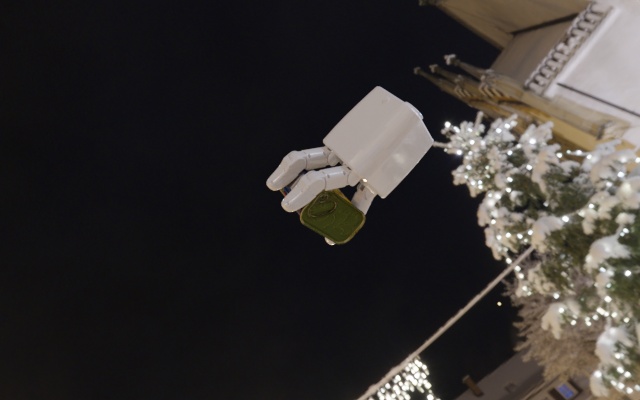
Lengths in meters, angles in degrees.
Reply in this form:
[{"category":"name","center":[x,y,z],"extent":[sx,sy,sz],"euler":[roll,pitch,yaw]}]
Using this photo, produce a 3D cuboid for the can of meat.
[{"category":"can of meat","center":[0.000,0.002,0.652],"extent":[0.102,0.057,0.084],"euler":[33,11,-42]}]
